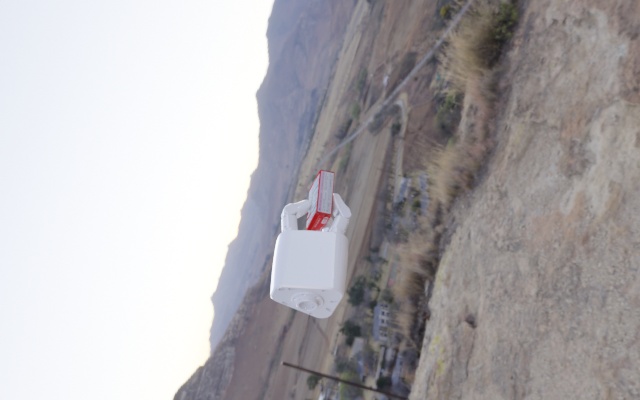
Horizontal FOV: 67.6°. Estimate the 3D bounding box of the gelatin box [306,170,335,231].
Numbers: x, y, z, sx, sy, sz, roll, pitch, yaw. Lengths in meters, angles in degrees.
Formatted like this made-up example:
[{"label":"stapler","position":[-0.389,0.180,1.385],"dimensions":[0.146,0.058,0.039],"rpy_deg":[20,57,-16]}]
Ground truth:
[{"label":"gelatin box","position":[0.000,0.002,0.835],"dimensions":[0.030,0.089,0.073],"rpy_deg":[11,-30,-12]}]
